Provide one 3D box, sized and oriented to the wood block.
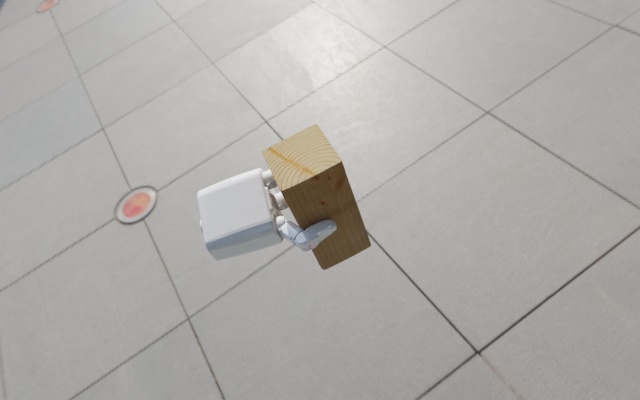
[{"bbox_3d":[0.000,0.003,0.713,0.090,0.090,0.206,-27,-41,-2],"label":"wood block"}]
